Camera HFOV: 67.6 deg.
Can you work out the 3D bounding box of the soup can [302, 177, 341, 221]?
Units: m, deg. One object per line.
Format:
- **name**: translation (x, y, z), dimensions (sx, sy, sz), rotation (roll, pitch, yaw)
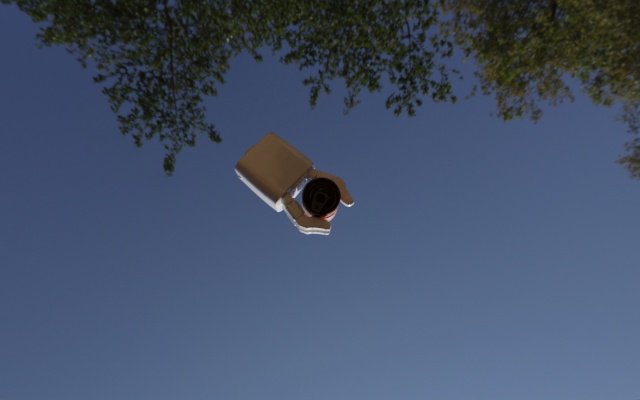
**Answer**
- **soup can**: translation (0.001, 0.003, 0.880), dimensions (0.068, 0.068, 0.102), rotation (0, -12, -2)
